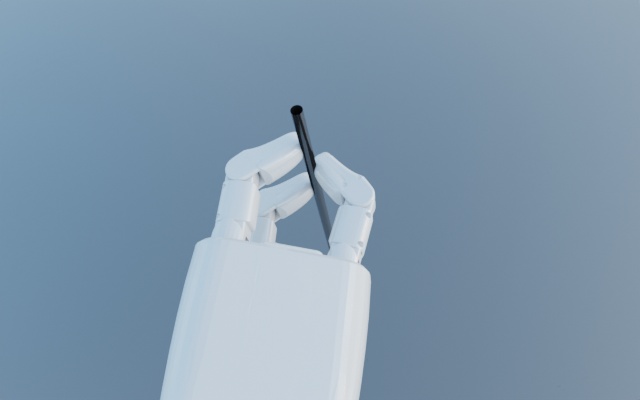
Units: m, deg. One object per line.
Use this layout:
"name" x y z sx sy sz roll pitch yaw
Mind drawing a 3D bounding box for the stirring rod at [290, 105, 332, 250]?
"stirring rod" 0.000 0.001 0.400 0.011 0.011 0.240 0 -28 8
